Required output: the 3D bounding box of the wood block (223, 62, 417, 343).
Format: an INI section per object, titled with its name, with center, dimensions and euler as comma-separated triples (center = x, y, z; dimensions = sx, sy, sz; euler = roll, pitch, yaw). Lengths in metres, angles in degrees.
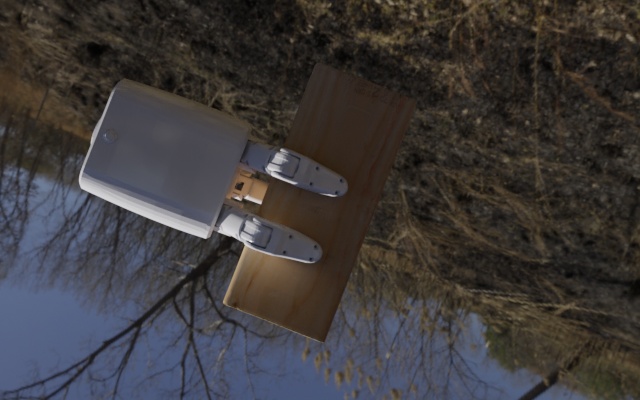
[wood block]
center = 0.000, 0.001, 0.421
dimensions = 0.090, 0.206, 0.091
euler = 21, -1, -1
